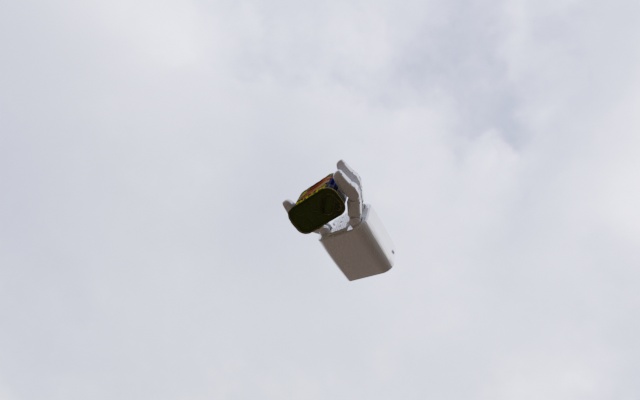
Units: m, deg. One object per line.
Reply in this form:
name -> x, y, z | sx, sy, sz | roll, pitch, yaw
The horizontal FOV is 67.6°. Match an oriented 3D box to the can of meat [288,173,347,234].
can of meat -> 0.000, 0.003, 0.852 | 0.102, 0.057, 0.084 | -32, 14, 22
